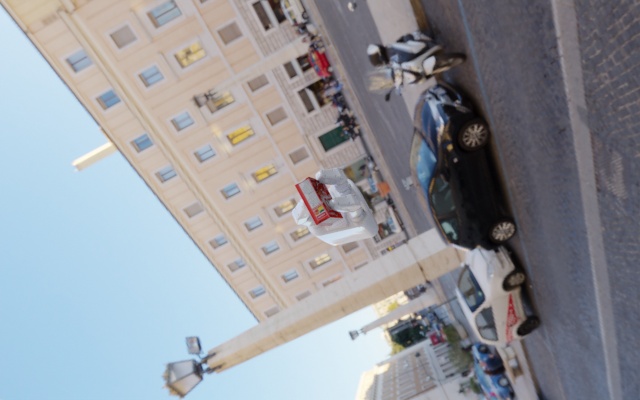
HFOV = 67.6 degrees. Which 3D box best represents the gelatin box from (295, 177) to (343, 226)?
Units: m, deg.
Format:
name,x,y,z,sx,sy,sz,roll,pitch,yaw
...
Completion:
name,x,y,z,sx,sy,sz,roll,pitch,yaw
gelatin box,0.000,0.003,0.774,0.030,0.073,0.089,-31,-11,13
